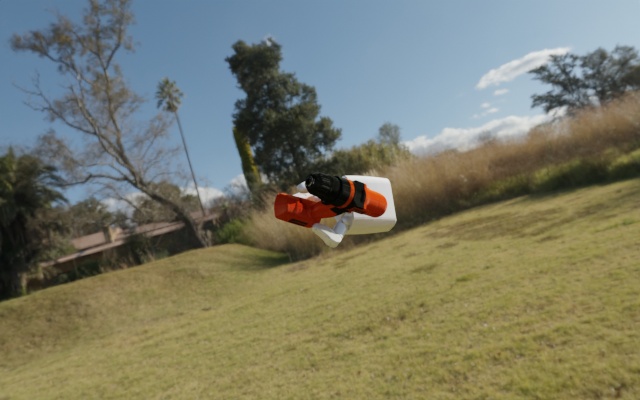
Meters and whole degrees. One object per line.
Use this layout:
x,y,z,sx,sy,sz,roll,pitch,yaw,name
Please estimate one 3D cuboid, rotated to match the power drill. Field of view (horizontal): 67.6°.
0.000,0.003,0.873,0.184,0.057,0.187,20,-22,-40,power drill
